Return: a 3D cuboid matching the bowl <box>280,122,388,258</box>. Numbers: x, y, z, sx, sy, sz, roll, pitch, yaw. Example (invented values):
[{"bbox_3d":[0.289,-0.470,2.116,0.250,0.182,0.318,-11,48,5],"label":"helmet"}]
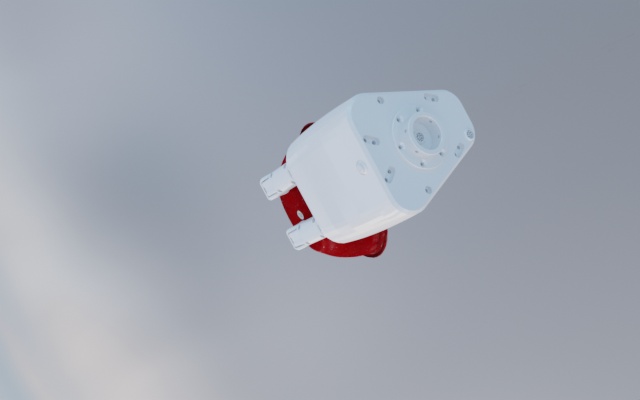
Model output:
[{"bbox_3d":[-0.001,0.002,0.510,0.055,0.162,0.162,-28,10,-20],"label":"bowl"}]
